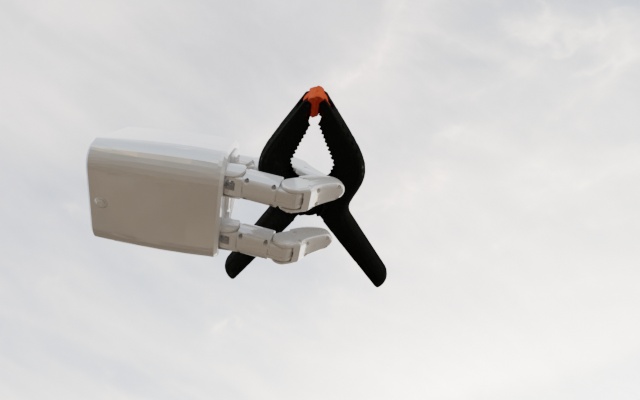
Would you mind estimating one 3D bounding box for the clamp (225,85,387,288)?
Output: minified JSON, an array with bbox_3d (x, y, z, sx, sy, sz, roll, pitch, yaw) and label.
[{"bbox_3d":[0.000,0.001,0.444,0.164,0.210,0.036,9,32,-5],"label":"clamp"}]
